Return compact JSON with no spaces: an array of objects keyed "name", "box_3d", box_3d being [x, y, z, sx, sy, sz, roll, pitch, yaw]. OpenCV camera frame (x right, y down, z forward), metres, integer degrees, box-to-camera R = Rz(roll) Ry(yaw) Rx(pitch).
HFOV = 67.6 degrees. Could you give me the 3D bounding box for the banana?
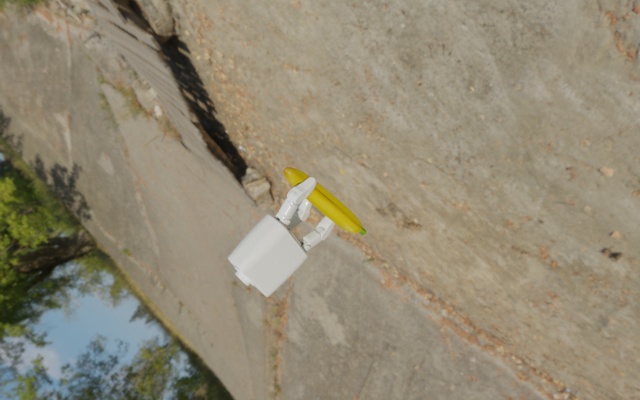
[{"name":"banana","box_3d":[0.004,0.001,0.879,0.198,0.037,0.070,41,-11,5]}]
